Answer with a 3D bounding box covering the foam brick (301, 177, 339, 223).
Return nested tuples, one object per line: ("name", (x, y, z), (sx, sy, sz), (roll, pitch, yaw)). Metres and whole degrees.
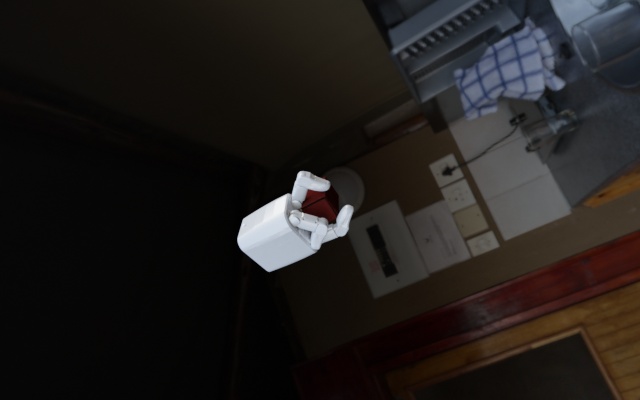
("foam brick", (0.000, 0.003, 0.885), (0.051, 0.053, 0.078), (-27, 26, 17))
